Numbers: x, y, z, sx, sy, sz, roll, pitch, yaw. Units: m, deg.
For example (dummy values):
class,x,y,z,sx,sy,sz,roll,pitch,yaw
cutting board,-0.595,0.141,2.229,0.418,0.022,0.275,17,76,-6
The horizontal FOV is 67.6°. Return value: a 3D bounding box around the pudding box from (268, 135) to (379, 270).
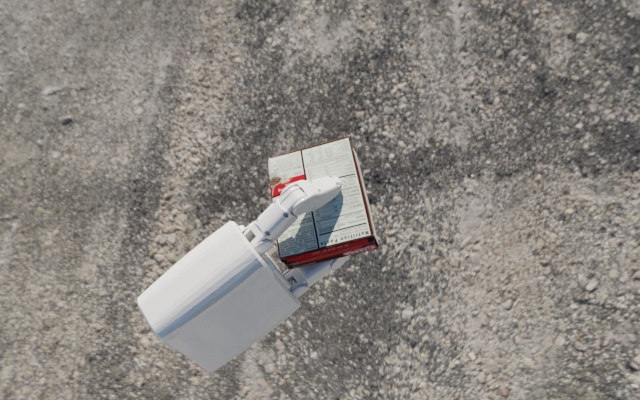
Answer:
class,x,y,z,sx,sy,sz,roll,pitch,yaw
pudding box,0.000,0.001,0.459,0.090,0.113,0.039,-14,-25,7
